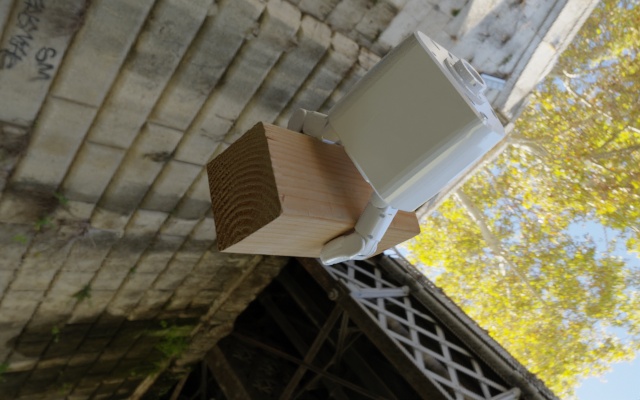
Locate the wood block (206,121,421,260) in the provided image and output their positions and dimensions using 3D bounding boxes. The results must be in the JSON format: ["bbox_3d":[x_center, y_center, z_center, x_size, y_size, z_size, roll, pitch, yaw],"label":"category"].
[{"bbox_3d":[0.001,0.002,0.485,0.090,0.090,0.206,-30,-27,36],"label":"wood block"}]
